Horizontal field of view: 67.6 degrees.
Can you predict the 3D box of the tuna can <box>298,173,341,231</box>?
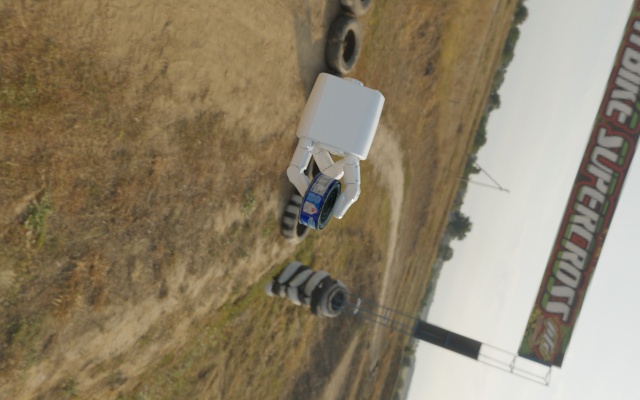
[{"bbox_3d":[0.001,0.003,0.739,0.034,0.086,0.086,23,6,15],"label":"tuna can"}]
